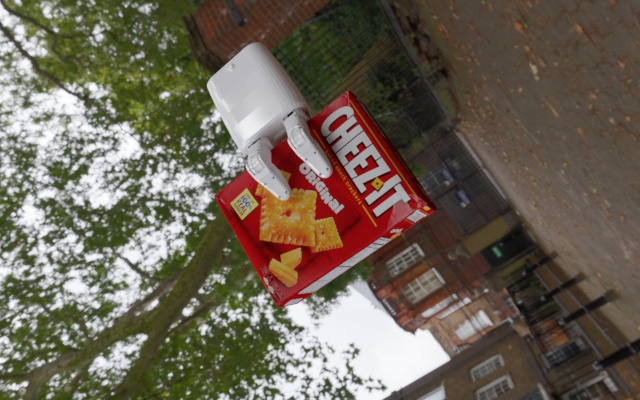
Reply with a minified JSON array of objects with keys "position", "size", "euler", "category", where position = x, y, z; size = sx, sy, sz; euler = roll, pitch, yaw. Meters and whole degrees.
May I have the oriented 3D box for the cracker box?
[{"position":[0.000,0.002,0.570],"size":[0.214,0.164,0.072],"euler":[-36,-17,15],"category":"cracker box"}]
